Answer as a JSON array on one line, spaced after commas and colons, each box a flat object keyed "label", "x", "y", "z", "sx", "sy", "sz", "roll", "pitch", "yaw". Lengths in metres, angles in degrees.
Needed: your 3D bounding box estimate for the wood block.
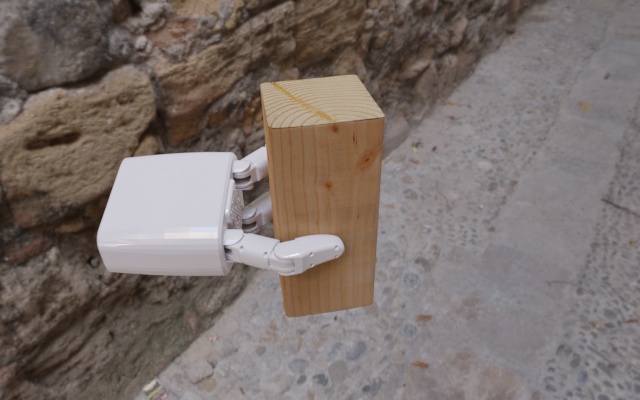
[{"label": "wood block", "x": 0.000, "y": 0.002, "z": 0.446, "sx": 0.090, "sy": 0.206, "sz": 0.090, "roll": -7, "pitch": 36, "yaw": -8}]
